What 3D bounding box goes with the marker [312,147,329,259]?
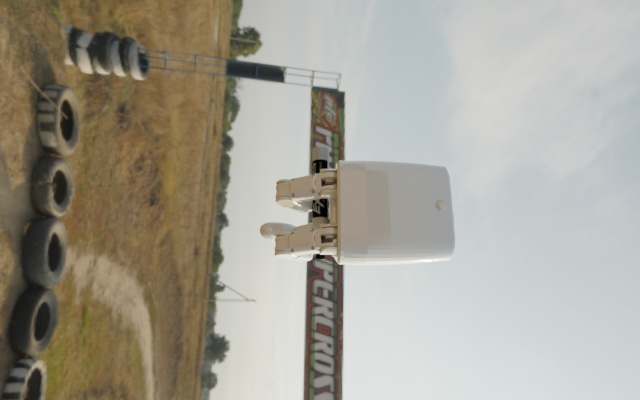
[{"bbox_3d":[0.000,0.002,0.504,0.020,0.121,0.020,0,-18,0],"label":"marker"}]
